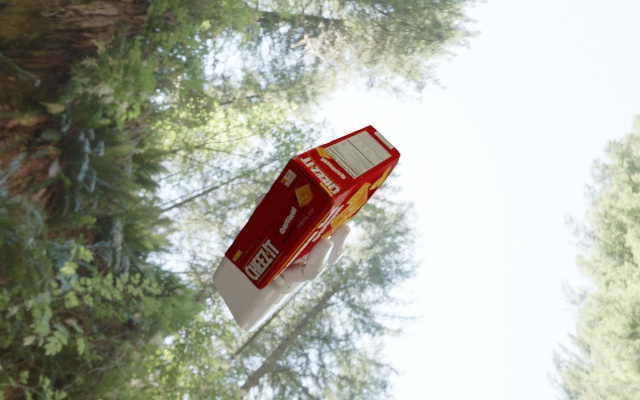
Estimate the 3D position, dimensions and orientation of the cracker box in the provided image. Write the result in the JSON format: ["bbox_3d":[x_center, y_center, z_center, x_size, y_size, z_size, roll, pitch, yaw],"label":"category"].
[{"bbox_3d":[0.000,0.002,0.603,0.164,0.072,0.213,-52,-11,32],"label":"cracker box"}]
